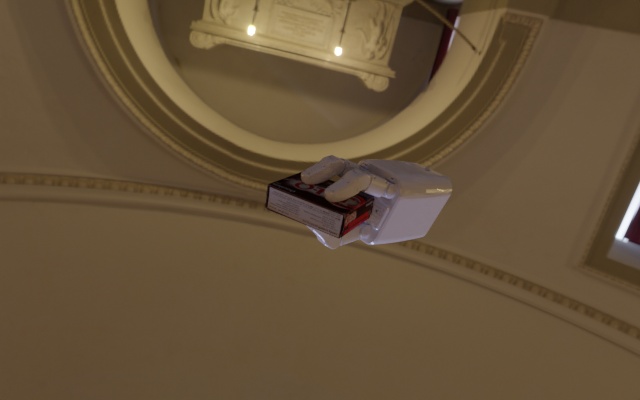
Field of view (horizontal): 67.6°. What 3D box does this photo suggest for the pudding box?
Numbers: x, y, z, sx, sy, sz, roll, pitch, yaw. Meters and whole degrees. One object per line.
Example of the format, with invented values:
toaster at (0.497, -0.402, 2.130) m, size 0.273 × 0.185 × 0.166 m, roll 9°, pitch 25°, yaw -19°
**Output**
pudding box at (0.000, 0.002, 0.610) m, size 0.113 × 0.039 × 0.090 m, roll 19°, pitch 22°, yaw 24°
